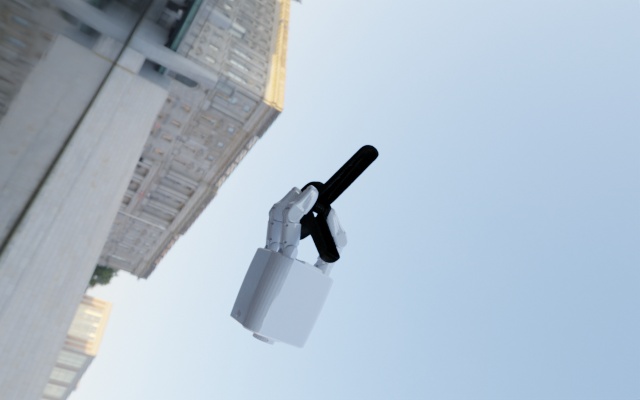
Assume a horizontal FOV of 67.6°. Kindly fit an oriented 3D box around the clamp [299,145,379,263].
[{"bbox_3d":[0.000,0.003,0.676,0.036,0.164,0.210,31,-14,-23],"label":"clamp"}]
